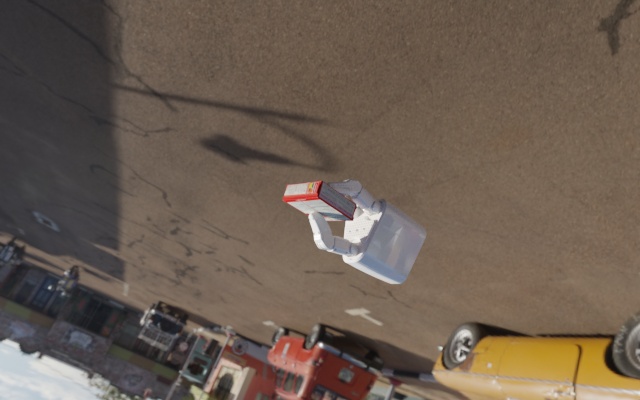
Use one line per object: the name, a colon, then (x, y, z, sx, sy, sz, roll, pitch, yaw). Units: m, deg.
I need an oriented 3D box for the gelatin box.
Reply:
gelatin box: (0.000, 0.003, 0.722, 0.073, 0.030, 0.089, -4, -26, 43)
